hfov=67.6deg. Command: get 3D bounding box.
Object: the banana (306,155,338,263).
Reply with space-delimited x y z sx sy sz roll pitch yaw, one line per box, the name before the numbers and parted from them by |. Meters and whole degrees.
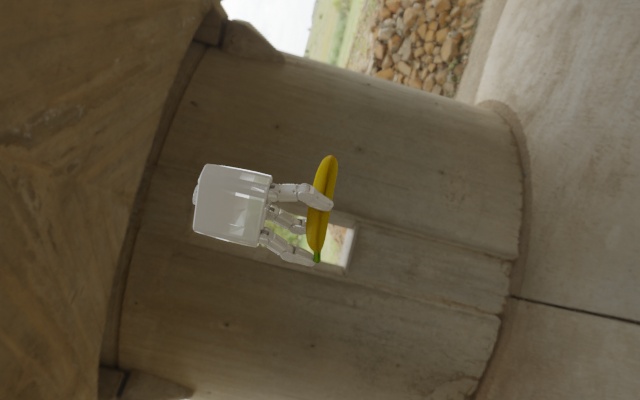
banana | 0.001 -0.001 0.789 0.037 0.197 0.070 11 -23 -1
